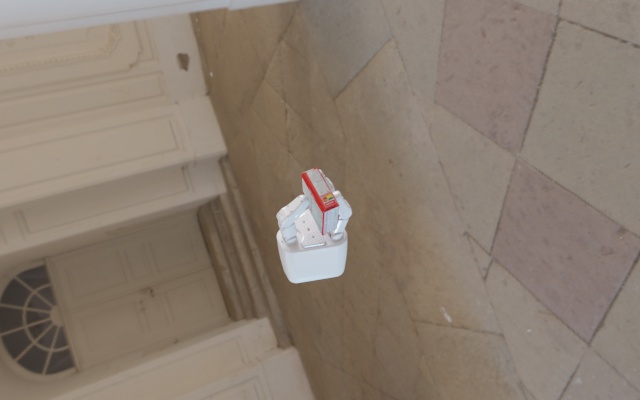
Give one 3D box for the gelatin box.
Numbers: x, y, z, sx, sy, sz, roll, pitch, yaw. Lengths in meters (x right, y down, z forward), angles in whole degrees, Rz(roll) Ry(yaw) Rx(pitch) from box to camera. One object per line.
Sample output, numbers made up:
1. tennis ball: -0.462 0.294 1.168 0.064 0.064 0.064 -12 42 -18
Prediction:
1. gelatin box: 0.000 0.002 0.735 0.030 0.073 0.089 -24 -25 -11
